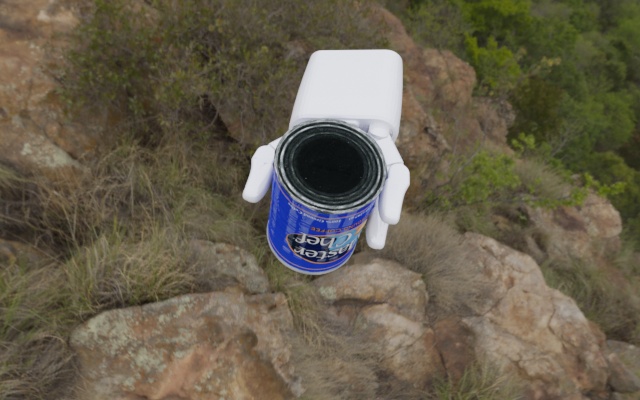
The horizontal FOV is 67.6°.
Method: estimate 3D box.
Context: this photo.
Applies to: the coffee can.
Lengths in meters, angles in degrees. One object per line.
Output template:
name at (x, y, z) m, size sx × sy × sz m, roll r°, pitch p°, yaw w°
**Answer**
coffee can at (0.000, 0.002, 0.483) m, size 0.103 × 0.102 × 0.140 m, roll 0°, pitch -30°, yaw -9°
